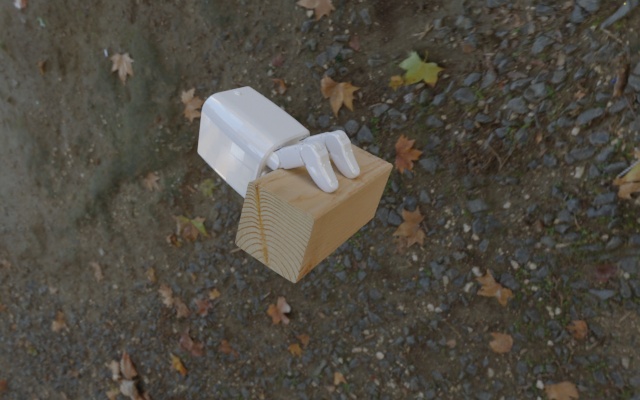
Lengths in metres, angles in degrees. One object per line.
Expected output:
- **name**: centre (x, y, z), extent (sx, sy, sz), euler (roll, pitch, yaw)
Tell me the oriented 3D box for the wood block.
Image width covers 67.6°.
- **wood block**: centre (0.000, 0.002, 0.597), extent (0.090, 0.091, 0.206), euler (30, 32, 19)
